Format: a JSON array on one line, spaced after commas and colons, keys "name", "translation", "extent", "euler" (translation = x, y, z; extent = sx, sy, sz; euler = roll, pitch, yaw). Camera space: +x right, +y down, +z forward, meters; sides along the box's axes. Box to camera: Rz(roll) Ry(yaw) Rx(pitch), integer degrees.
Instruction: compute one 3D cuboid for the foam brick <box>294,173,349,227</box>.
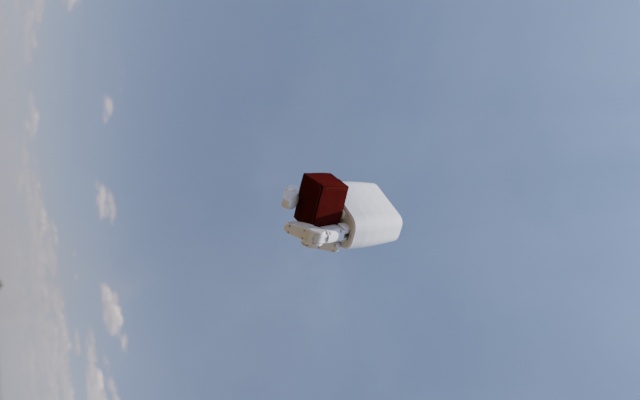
[{"name": "foam brick", "translation": [0.000, 0.002, 0.718], "extent": [0.051, 0.078, 0.053], "euler": [-3, 28, -35]}]
